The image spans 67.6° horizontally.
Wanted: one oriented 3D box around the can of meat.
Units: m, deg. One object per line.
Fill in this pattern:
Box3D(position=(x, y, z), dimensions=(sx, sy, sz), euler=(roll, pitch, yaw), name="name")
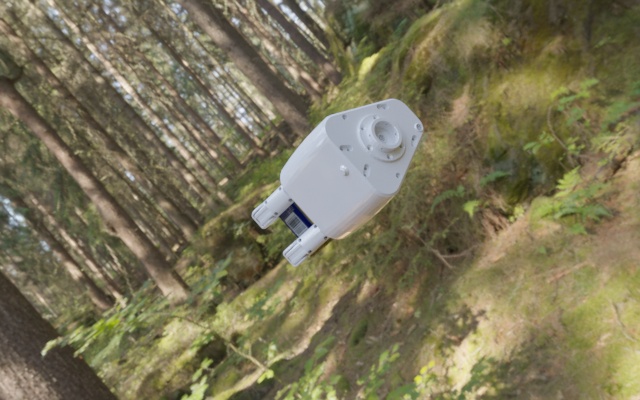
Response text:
Box3D(position=(0.000, 0.002, 0.563), dimensions=(0.102, 0.084, 0.057), euler=(-41, -2, -31), name="can of meat")
